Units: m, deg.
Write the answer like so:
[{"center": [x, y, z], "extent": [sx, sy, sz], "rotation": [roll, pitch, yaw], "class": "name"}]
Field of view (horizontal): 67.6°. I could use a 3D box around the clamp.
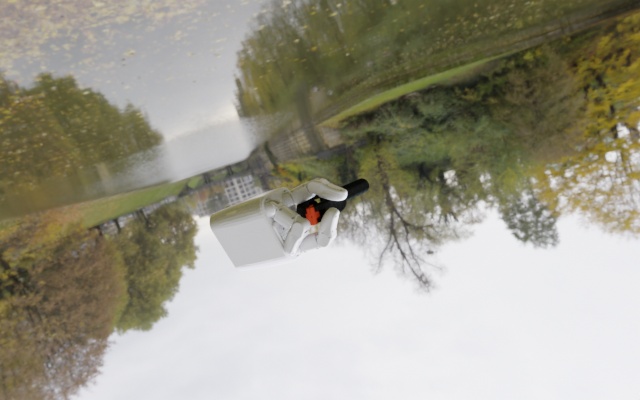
[{"center": [0.000, 0.003, 0.774], "extent": [0.120, 0.039, 0.171], "rotation": [-16, 7, 28], "class": "clamp"}]
